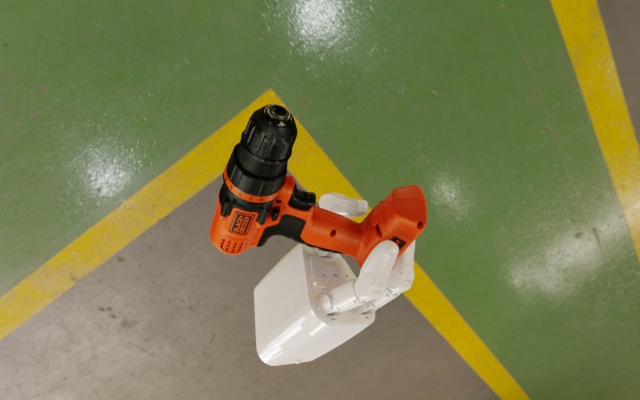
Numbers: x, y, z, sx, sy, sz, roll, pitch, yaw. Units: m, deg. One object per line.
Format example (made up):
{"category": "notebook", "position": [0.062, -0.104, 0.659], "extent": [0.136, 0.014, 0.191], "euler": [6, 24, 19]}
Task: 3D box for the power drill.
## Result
{"category": "power drill", "position": [0.000, 0.002, 0.448], "extent": [0.187, 0.057, 0.184], "euler": [15, -40, -15]}
